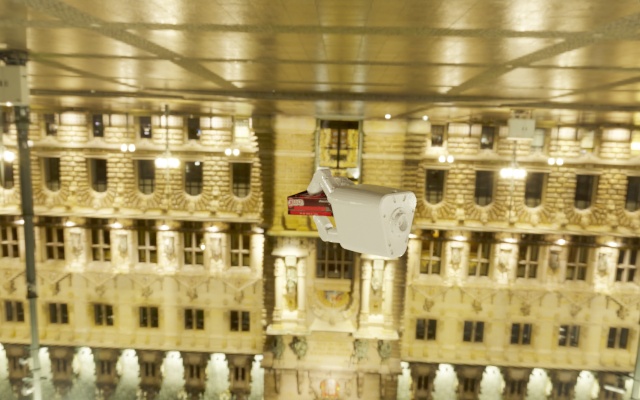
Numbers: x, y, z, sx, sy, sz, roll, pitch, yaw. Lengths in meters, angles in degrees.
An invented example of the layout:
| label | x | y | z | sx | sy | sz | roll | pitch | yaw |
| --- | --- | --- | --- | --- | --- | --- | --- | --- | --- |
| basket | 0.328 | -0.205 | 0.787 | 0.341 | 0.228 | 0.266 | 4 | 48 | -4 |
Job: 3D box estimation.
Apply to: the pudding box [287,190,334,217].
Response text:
| label | x | y | z | sx | sy | sz | roll | pitch | yaw |
| --- | --- | --- | --- | --- | --- | --- | --- | --- | --- |
| pudding box | 0.000 | 0.003 | 0.880 | 0.090 | 0.039 | 0.113 | 3 | 7 | 19 |
